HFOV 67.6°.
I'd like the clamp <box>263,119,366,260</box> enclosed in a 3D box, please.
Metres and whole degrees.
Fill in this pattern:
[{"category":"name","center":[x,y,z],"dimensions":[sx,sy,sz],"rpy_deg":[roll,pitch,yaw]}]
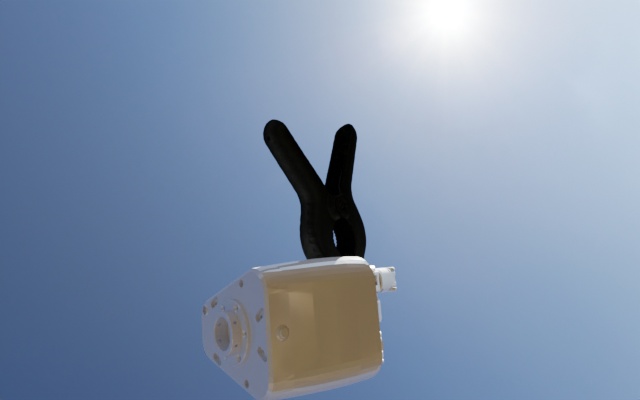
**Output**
[{"category":"clamp","center":[0.000,0.002,0.446],"dimensions":[0.120,0.171,0.039],"rpy_deg":[3,-15,-42]}]
